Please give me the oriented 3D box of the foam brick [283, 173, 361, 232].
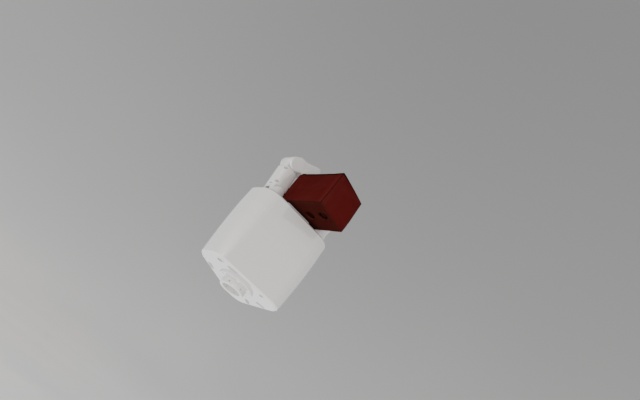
[{"bbox_3d":[0.000,0.002,0.591,0.078,0.053,0.051,1,44,45],"label":"foam brick"}]
